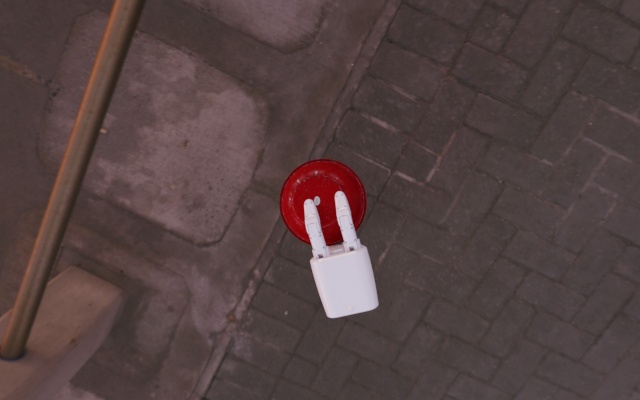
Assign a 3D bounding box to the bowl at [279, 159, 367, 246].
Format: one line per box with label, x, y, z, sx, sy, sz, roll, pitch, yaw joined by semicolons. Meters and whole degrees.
bowl;-0.001;0.002;0.846;0.162;0.162;0.055;0;-2;8
